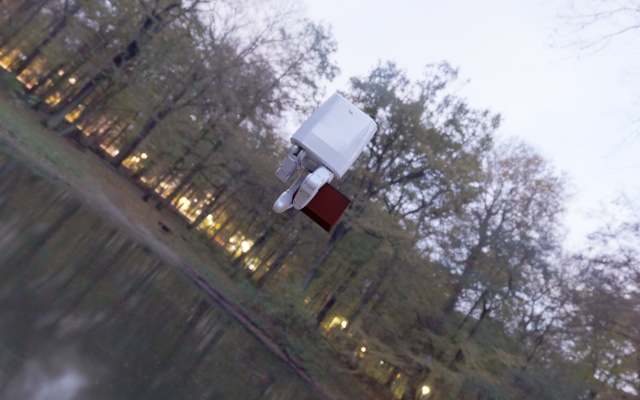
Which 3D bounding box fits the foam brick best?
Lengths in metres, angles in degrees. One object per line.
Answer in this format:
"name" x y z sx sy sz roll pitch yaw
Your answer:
"foam brick" 0.000 0.003 0.745 0.078 0.051 0.053 39 -15 5
